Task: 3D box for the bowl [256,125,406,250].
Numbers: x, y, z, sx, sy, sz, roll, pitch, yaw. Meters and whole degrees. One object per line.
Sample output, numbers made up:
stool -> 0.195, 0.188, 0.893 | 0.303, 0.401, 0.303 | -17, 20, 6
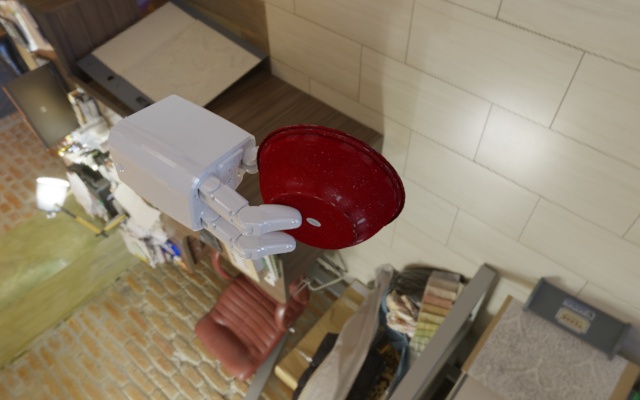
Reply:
bowl -> 0.001, 0.002, 0.479 | 0.162, 0.055, 0.162 | 16, -34, 11
